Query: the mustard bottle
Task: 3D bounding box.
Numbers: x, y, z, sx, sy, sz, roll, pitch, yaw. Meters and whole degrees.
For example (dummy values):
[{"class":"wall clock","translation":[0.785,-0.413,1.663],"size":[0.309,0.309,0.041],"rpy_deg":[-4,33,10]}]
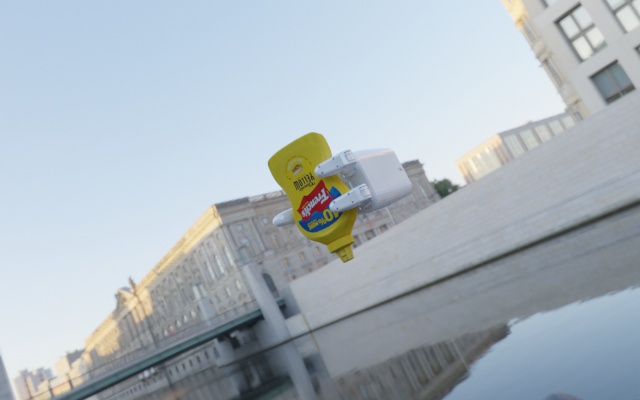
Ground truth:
[{"class":"mustard bottle","translation":[0.000,0.002,0.707],"size":[0.096,0.191,0.058],"rpy_deg":[-30,-11,20]}]
